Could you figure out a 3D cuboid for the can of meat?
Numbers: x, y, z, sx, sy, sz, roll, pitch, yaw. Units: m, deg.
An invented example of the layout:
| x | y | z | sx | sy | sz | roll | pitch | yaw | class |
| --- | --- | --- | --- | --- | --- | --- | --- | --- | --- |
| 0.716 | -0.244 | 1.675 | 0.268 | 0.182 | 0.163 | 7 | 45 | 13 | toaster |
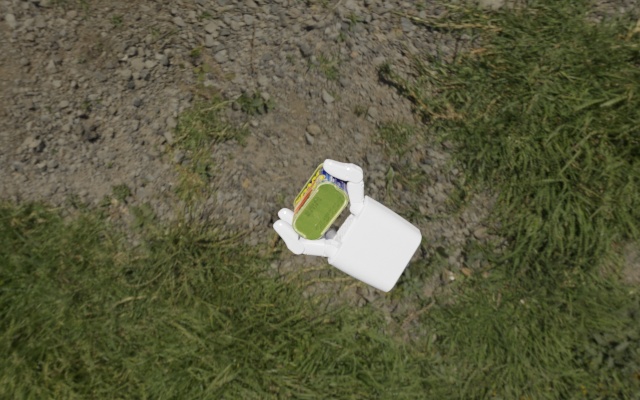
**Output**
| x | y | z | sx | sy | sz | roll | pitch | yaw | class |
| --- | --- | --- | --- | --- | --- | --- | --- | --- | --- |
| 0.000 | 0.002 | 0.730 | 0.057 | 0.102 | 0.084 | 33 | 20 | -11 | can of meat |
